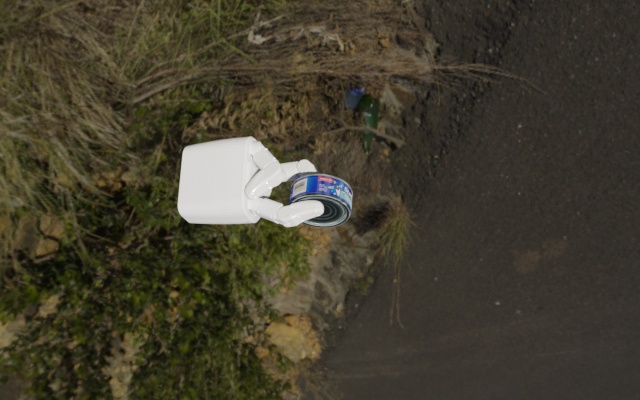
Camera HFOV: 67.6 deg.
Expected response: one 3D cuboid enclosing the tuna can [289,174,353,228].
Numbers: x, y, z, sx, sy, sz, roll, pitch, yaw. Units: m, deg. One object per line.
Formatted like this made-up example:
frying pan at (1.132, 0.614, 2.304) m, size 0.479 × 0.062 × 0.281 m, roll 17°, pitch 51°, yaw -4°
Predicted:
tuna can at (0.000, 0.003, 0.644) m, size 0.086 × 0.033 × 0.086 m, roll 4°, pitch -33°, yaw 3°
